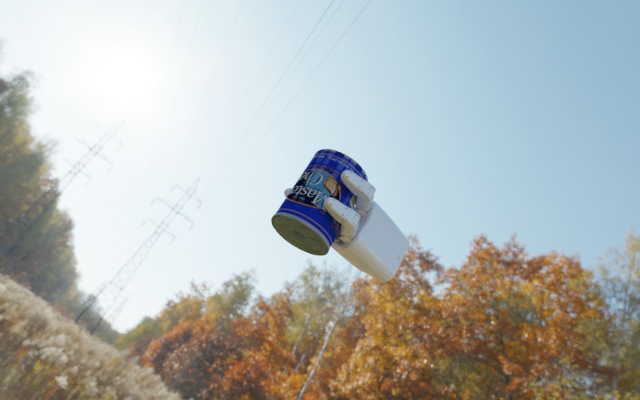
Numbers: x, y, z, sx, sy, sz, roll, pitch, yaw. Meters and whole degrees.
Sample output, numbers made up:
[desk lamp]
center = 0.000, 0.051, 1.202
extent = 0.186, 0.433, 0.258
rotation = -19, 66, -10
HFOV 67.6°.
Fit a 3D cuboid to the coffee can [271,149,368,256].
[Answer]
[coffee can]
center = 0.000, 0.003, 0.765
extent = 0.103, 0.140, 0.103
rotation = 25, -27, 14
